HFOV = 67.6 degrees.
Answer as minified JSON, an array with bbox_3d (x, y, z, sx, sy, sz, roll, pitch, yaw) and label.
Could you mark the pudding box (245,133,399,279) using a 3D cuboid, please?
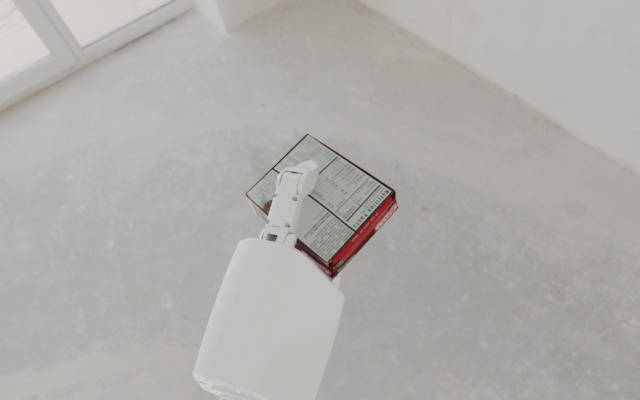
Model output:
[{"bbox_3d":[0.000,0.001,0.436,0.113,0.090,0.039,38,-16,26],"label":"pudding box"}]
